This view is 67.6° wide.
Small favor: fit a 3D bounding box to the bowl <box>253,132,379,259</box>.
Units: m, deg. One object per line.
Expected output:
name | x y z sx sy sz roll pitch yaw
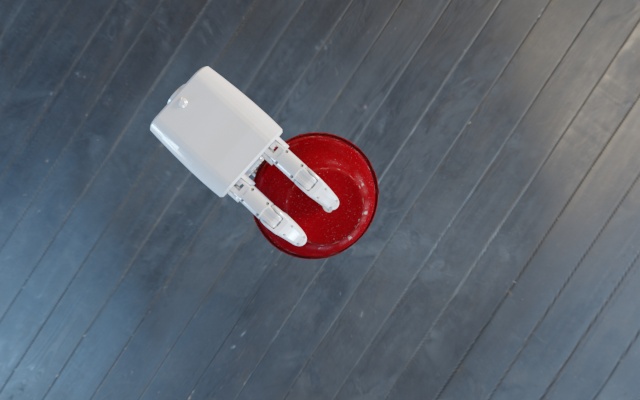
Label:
bowl | 0.001 0.003 0.569 0.162 0.162 0.055 0 13 -12
